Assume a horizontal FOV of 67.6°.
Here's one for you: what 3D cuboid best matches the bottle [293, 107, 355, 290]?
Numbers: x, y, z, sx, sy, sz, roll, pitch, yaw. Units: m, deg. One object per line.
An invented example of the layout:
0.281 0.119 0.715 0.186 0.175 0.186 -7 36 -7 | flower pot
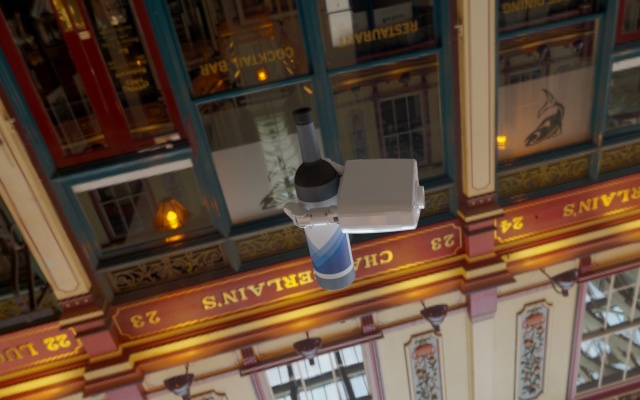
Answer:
0.000 0.003 0.730 0.069 0.296 0.069 -9 29 5 | bottle
